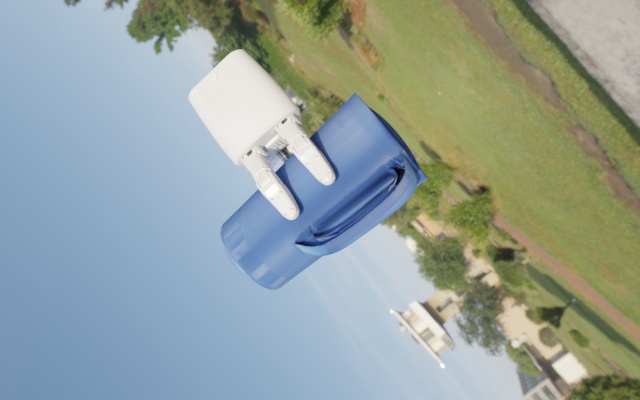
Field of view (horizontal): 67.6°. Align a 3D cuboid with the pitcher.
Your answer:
[{"bbox_3d":[0.000,0.002,0.571,0.243,0.145,0.149,-41,-13,10],"label":"pitcher"}]
